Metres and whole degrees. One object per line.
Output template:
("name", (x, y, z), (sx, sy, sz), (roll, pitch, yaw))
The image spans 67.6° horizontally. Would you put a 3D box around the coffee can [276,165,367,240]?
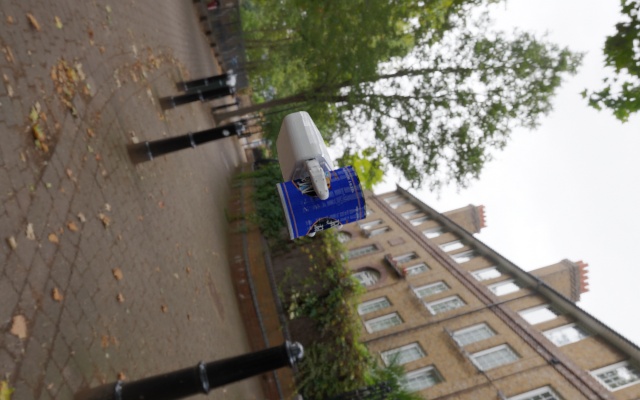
("coffee can", (0.000, 0.003, 0.856), (0.140, 0.103, 0.103), (-15, 2, -6))
